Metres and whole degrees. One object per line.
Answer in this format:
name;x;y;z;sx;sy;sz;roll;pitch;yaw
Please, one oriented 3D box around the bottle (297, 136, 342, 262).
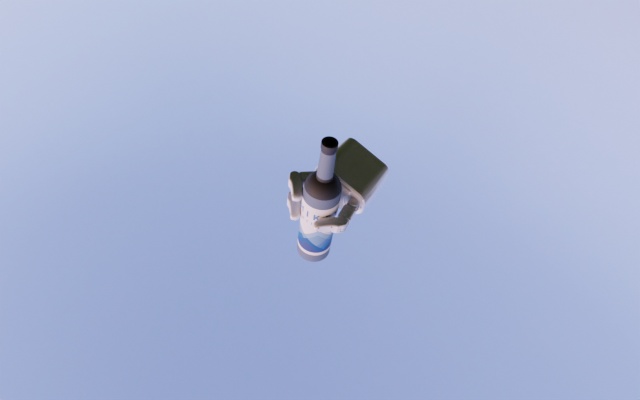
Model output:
bottle;0.000;0.003;0.851;0.069;0.069;0.296;0;-39;-7
